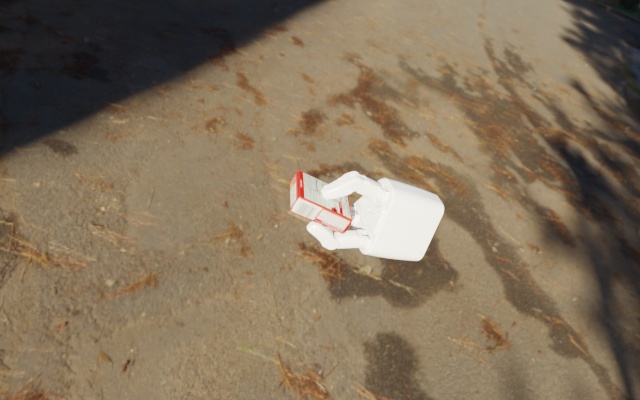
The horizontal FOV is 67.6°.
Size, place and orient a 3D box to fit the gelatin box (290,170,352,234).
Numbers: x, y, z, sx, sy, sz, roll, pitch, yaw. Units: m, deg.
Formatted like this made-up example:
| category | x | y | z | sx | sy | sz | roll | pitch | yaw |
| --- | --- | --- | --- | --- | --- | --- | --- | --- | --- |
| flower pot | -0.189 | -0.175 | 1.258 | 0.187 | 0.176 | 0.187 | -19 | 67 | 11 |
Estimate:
| category | x | y | z | sx | sy | sz | roll | pitch | yaw |
| --- | --- | --- | --- | --- | --- | --- | --- | --- | --- |
| gelatin box | 0.000 | 0.002 | 0.687 | 0.089 | 0.030 | 0.073 | 25 | 30 | -19 |
